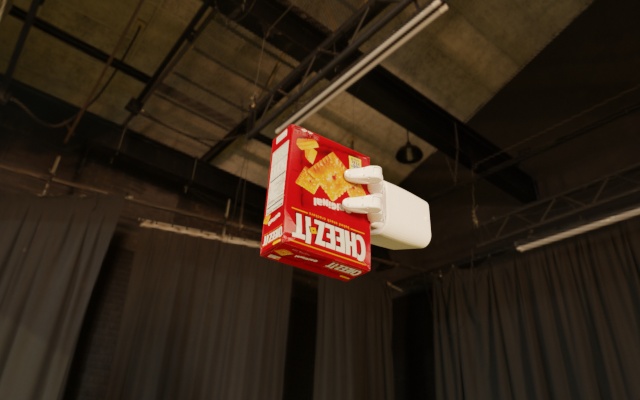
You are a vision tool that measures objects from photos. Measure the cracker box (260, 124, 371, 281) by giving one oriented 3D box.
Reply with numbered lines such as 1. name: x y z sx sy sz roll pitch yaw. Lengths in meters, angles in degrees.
1. cracker box: 0.000 0.002 0.765 0.164 0.213 0.072 21 -35 -28
